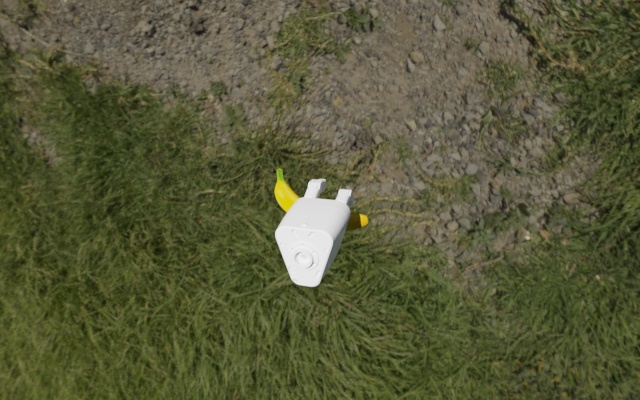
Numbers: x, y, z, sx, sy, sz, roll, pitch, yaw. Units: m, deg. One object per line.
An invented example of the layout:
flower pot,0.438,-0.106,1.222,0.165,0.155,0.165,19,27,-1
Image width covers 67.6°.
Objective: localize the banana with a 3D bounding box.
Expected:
banana,-0.010,0.017,0.889,0.198,0.070,0.037,29,24,6
